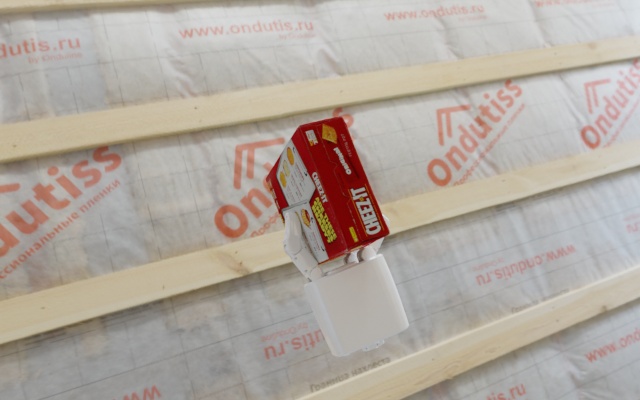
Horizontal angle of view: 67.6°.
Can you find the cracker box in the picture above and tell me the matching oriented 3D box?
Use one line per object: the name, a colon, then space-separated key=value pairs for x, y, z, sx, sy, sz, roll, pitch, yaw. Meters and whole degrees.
cracker box: x=0.000 y=0.002 z=0.672 sx=0.072 sy=0.164 sz=0.214 roll=-19 pitch=-9 yaw=-22
